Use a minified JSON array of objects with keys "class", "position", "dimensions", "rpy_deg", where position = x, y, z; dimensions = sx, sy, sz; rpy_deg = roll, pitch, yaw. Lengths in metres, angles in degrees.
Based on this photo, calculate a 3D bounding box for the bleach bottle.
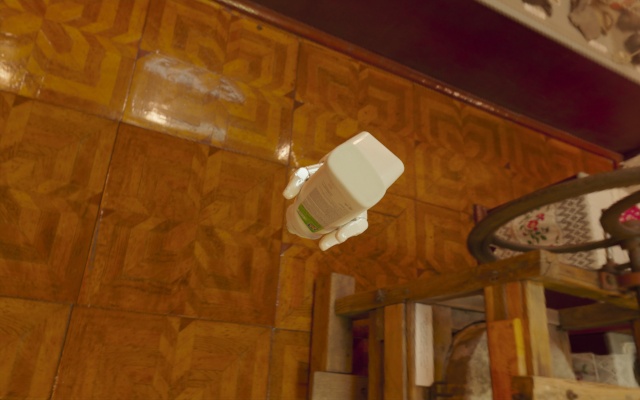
[{"class":"bleach bottle","position":[0.000,0.003,0.785],"dimensions":[0.068,0.102,0.251],"rpy_deg":[-40,3,-33]}]
